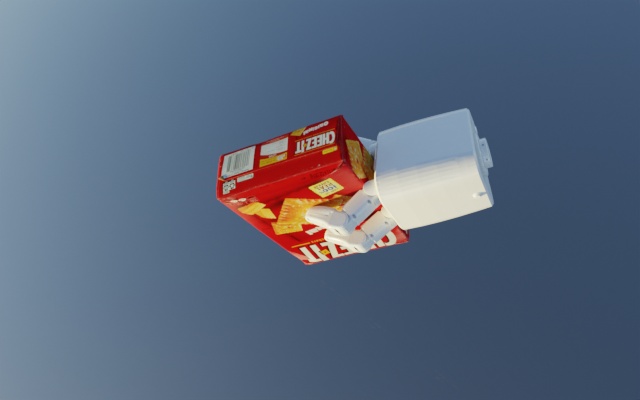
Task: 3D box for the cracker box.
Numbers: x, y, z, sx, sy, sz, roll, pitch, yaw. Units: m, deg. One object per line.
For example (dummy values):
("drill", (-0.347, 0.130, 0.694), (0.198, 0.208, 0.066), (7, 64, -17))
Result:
("cracker box", (0.000, 0.002, 0.599), (0.164, 0.072, 0.214), (-15, -34, 23))
